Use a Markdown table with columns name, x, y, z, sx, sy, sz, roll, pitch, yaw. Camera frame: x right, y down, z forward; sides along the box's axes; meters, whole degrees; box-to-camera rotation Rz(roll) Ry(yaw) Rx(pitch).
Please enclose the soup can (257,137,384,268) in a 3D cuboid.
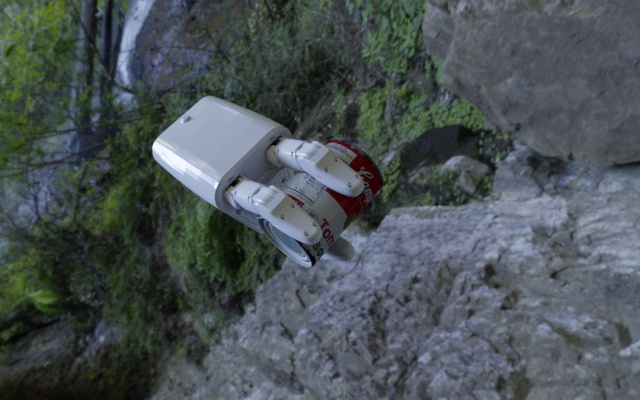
| name | x | y | z | sx | sy | sz | roll | pitch | yaw |
| --- | --- | --- | --- | --- | --- | --- | --- | --- | --- |
| soup can | 0.000 | 0.002 | 0.433 | 0.102 | 0.068 | 0.068 | -48 | 20 | -20 |
